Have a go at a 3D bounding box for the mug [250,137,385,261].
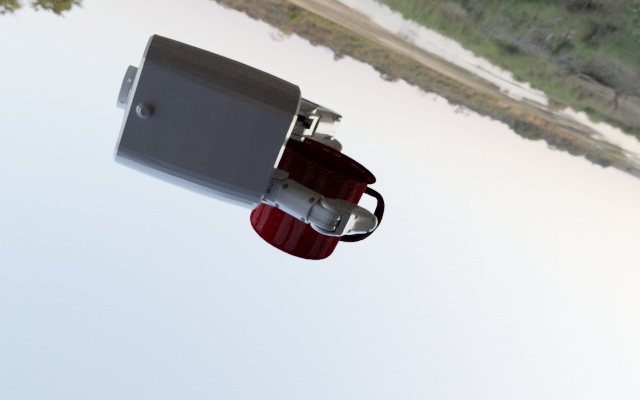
[{"bbox_3d":[0.001,0.002,0.418,0.117,0.081,0.093,19,18,-19],"label":"mug"}]
